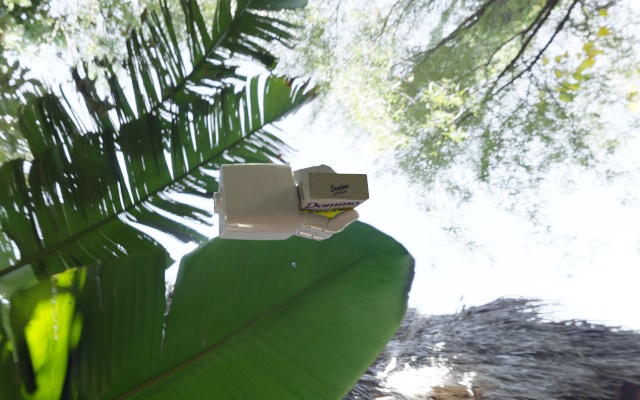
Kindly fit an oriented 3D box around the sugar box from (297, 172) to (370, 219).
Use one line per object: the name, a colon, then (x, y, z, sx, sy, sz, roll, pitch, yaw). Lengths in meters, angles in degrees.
sugar box: (0.000, 0.003, 0.749, 0.093, 0.048, 0.176, 0, -13, -18)
